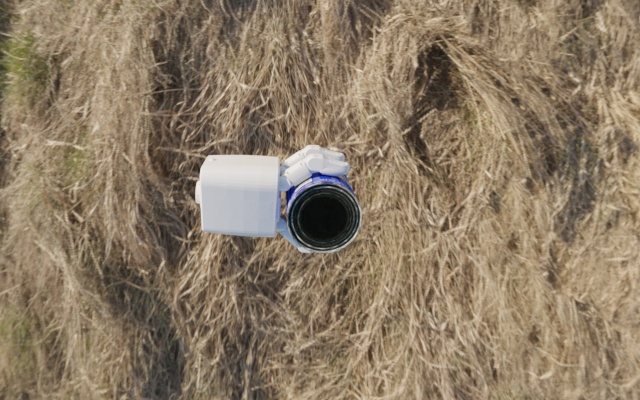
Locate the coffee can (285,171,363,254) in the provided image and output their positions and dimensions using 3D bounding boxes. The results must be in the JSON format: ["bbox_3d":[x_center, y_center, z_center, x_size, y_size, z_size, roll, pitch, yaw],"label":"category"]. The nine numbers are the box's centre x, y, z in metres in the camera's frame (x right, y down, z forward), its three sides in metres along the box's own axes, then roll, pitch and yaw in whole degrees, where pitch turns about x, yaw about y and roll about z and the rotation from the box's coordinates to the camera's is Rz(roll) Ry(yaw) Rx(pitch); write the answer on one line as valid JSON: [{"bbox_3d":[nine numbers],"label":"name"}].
[{"bbox_3d":[0.000,0.002,0.702,0.103,0.103,0.140,0,19,-5],"label":"coffee can"}]
